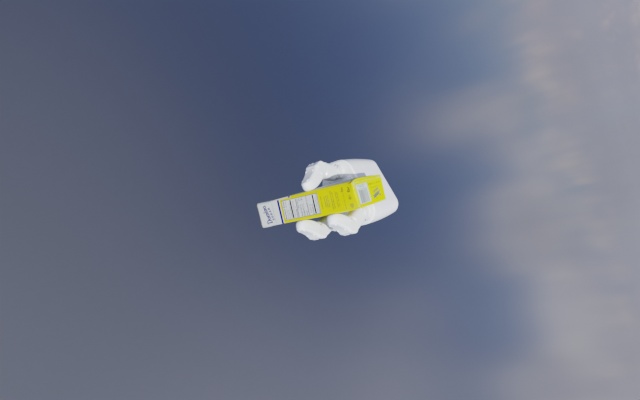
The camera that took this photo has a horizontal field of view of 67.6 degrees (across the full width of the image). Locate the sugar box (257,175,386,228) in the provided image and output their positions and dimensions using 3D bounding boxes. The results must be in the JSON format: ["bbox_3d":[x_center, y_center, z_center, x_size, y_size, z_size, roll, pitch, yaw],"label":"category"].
[{"bbox_3d":[0.000,0.003,0.732,0.176,0.048,0.093,-16,-1,33],"label":"sugar box"}]
